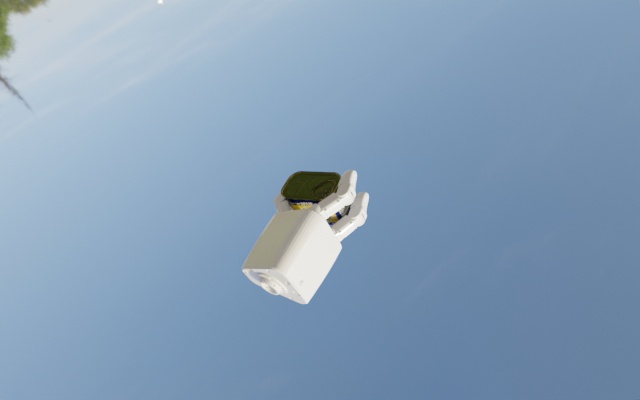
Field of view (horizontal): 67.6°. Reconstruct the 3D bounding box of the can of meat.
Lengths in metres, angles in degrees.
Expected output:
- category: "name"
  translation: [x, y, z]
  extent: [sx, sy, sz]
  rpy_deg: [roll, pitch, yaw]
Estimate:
- category: "can of meat"
  translation: [0.000, 0.003, 0.770]
  extent: [0.102, 0.057, 0.084]
  rpy_deg: [4, -39, 35]
